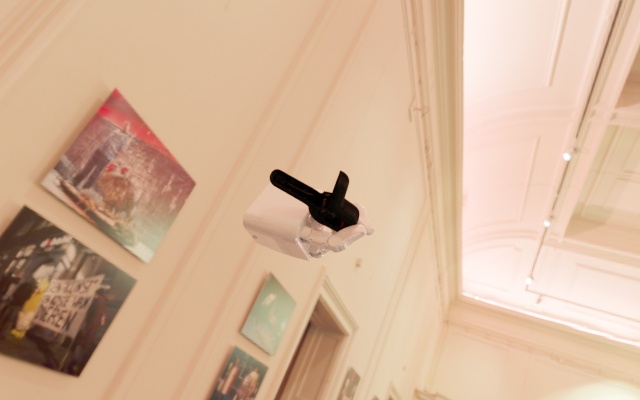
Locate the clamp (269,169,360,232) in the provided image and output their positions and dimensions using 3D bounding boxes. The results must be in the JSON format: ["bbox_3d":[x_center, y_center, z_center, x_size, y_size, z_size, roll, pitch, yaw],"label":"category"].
[{"bbox_3d":[0.000,0.002,0.706,0.120,0.039,0.172,13,-26,24],"label":"clamp"}]
